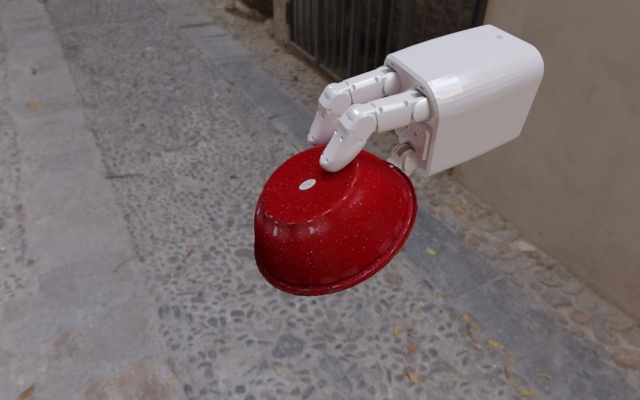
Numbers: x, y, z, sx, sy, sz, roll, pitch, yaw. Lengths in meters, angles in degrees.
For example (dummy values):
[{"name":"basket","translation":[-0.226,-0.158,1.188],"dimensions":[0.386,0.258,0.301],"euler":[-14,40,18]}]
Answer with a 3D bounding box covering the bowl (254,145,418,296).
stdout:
[{"name":"bowl","translation":[-0.001,0.002,0.423],"dimensions":[0.162,0.162,0.055],"euler":[0,-40,32]}]
